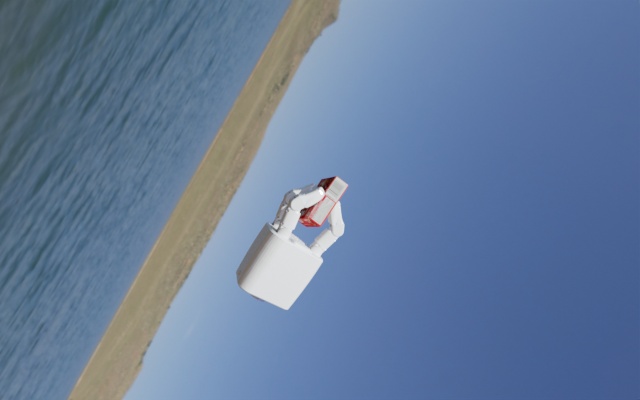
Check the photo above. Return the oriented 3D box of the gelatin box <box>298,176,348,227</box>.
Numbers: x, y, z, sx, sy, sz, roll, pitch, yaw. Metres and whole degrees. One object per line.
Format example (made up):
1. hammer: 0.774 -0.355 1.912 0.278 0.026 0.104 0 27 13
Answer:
1. gelatin box: 0.001 0.003 0.809 0.030 0.089 0.073 38 -13 -14
